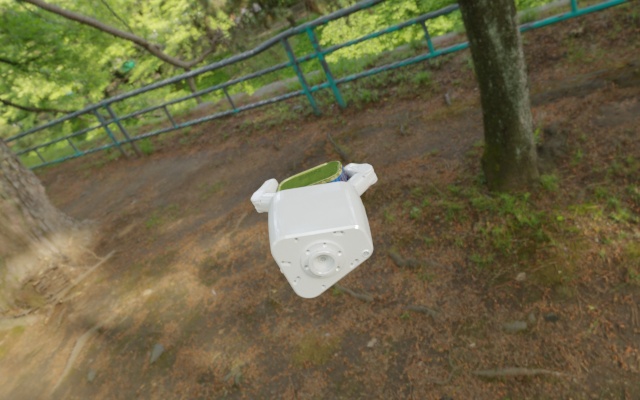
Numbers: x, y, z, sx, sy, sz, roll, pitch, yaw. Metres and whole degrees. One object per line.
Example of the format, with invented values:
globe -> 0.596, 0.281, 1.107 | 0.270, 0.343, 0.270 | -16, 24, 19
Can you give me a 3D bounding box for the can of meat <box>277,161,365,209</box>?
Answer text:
can of meat -> 0.000, 0.002, 0.662 | 0.102, 0.084, 0.057 | -22, 28, 12
